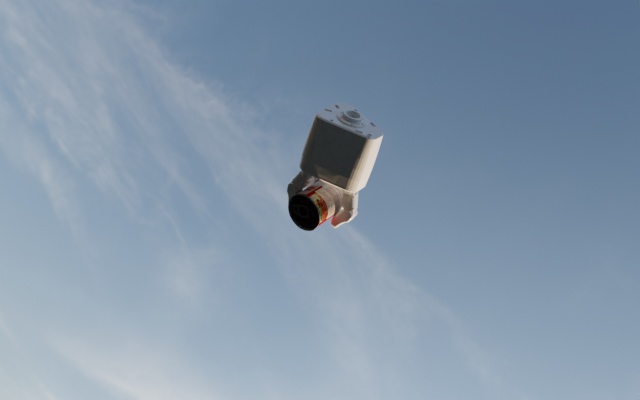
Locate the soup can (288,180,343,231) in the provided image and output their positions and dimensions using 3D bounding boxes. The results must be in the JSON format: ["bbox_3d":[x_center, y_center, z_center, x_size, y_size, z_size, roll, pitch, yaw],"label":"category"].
[{"bbox_3d":[0.000,0.003,0.849,0.068,0.068,0.102,0,21,38],"label":"soup can"}]
